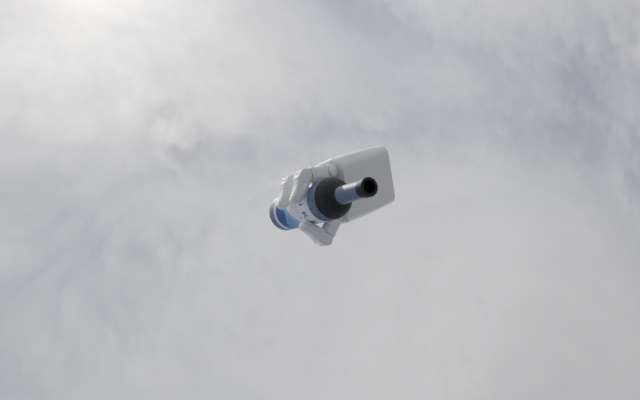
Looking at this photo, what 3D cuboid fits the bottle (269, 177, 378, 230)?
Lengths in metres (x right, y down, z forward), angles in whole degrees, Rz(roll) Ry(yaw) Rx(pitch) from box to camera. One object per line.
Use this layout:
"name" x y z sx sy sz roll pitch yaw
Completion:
"bottle" 0.000 0.003 0.771 0.069 0.069 0.296 0 -8 -27
